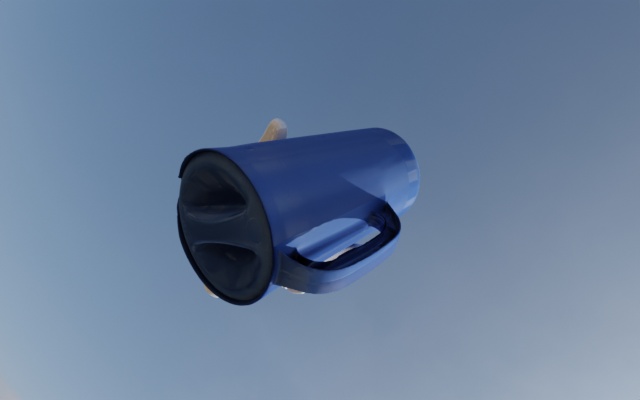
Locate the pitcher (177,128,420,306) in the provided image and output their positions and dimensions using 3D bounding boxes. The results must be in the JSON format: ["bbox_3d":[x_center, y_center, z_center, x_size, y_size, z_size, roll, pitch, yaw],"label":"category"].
[{"bbox_3d":[0.000,0.002,0.464,0.243,0.149,0.145,-20,-6,-44],"label":"pitcher"}]
